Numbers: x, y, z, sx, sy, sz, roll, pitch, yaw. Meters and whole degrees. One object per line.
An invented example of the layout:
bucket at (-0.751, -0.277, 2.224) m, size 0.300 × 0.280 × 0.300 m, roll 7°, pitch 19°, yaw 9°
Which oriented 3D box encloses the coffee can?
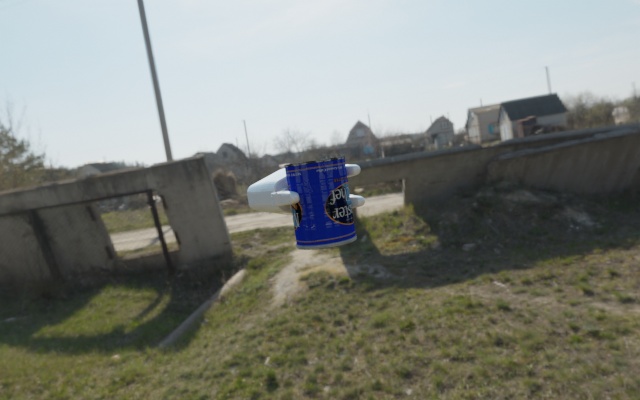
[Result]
coffee can at (0.000, 0.003, 0.796) m, size 0.103 × 0.140 × 0.103 m, roll -8°, pitch 5°, yaw 1°
